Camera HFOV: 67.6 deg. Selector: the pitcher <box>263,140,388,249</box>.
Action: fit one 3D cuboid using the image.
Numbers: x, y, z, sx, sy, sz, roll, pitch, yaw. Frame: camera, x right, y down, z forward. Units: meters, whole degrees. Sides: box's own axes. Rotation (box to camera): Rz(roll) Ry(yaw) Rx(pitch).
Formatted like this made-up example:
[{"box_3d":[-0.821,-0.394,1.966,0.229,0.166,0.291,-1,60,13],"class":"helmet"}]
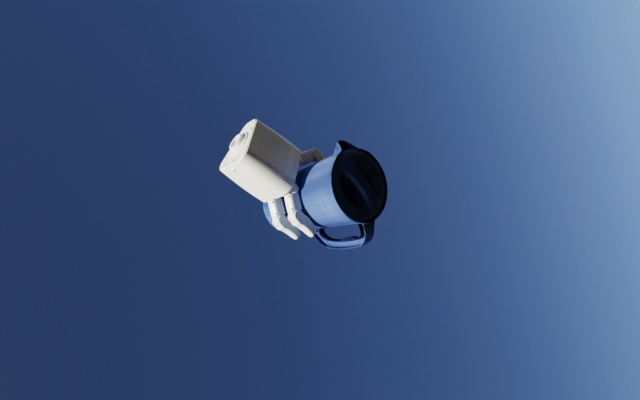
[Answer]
[{"box_3d":[0.000,0.003,0.900,0.145,0.149,0.243,35,-30,-28],"class":"pitcher"}]
